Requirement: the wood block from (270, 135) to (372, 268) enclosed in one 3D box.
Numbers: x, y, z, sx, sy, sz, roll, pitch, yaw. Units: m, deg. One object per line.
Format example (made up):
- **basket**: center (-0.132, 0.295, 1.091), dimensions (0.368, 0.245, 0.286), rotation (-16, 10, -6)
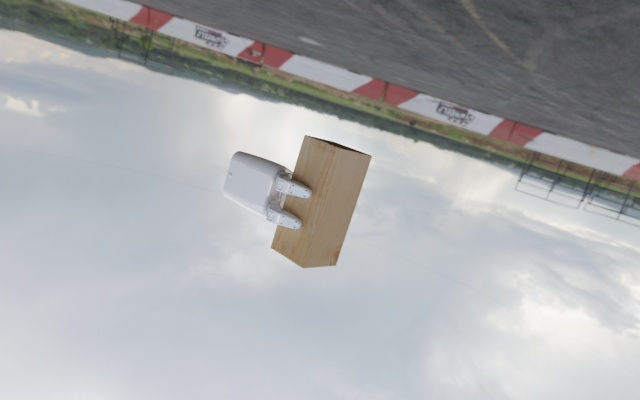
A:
- **wood block**: center (0.000, 0.003, 0.824), dimensions (0.090, 0.206, 0.091), rotation (26, 14, 38)
